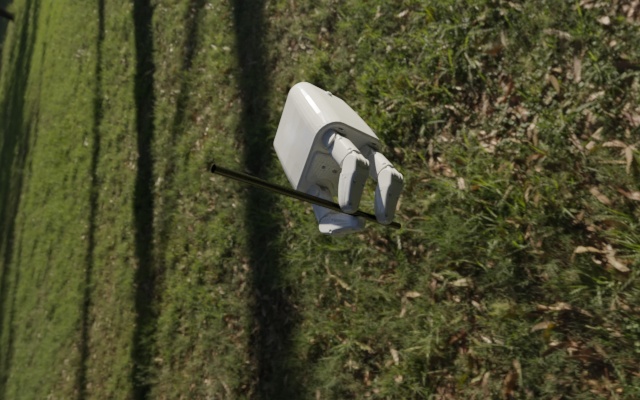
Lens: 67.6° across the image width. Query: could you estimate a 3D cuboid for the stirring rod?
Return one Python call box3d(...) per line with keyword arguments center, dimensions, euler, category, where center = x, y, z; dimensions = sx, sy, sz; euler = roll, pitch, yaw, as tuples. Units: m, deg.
box3d(center=(0.000, 0.002, 0.475), dimensions=(0.239, 0.011, 0.011), euler=(17, -11, -39), category="stirring rod")
